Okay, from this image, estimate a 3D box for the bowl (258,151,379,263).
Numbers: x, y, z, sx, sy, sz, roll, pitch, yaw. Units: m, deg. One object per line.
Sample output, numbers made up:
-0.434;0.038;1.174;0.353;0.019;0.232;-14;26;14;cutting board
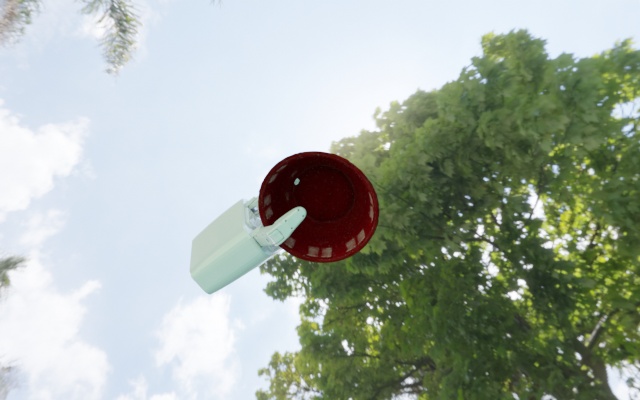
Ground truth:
0.001;0.002;0.648;0.162;0.162;0.055;0;24;11;bowl
